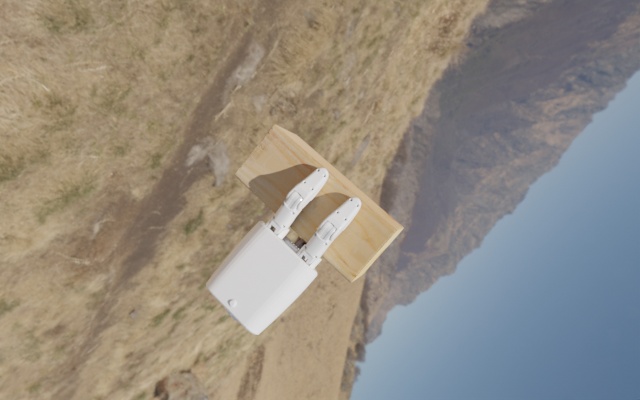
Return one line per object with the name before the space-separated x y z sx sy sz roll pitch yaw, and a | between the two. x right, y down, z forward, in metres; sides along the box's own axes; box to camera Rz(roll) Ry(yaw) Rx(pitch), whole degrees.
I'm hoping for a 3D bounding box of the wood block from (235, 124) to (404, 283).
wood block | 0.000 0.002 0.637 0.206 0.090 0.091 42 8 12
